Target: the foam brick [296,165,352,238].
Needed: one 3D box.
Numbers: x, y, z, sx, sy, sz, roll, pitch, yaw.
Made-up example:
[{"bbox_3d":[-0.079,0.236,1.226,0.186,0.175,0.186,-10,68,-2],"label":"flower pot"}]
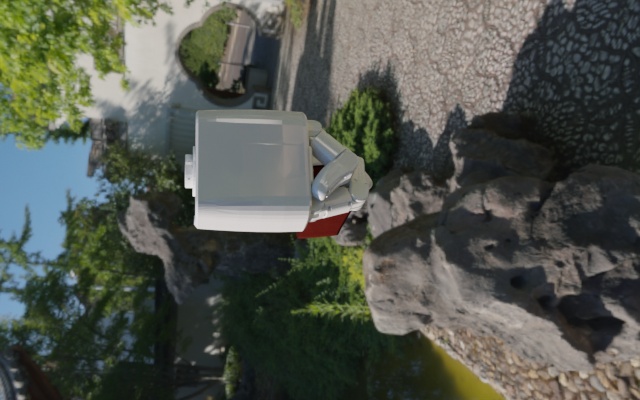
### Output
[{"bbox_3d":[0.000,0.002,0.533,0.051,0.053,0.078,-5,-29,-18],"label":"foam brick"}]
